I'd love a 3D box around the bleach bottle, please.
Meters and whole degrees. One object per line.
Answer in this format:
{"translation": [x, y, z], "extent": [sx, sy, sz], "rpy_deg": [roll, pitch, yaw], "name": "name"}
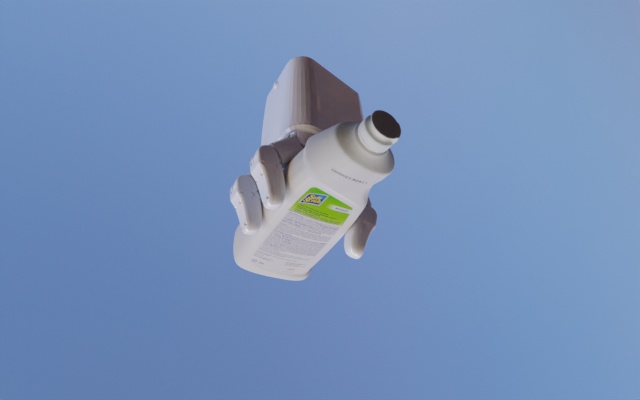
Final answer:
{"translation": [0.000, 0.002, 0.473], "extent": [0.102, 0.068, 0.251], "rpy_deg": [15, -35, -25], "name": "bleach bottle"}
